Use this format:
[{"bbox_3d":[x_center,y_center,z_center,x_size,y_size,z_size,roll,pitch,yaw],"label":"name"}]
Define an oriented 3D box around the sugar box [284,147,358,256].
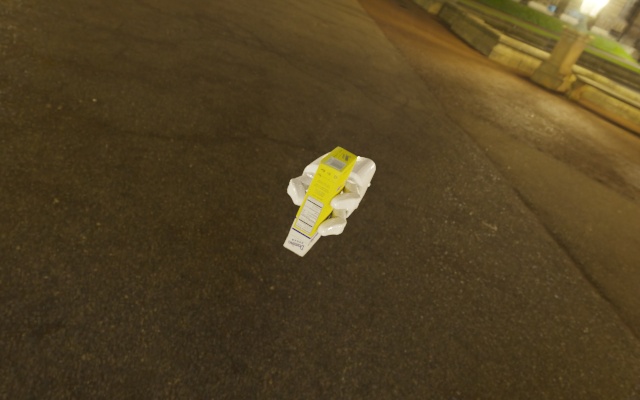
[{"bbox_3d":[0.001,0.003,0.816,0.048,0.176,0.093,28,29,11],"label":"sugar box"}]
